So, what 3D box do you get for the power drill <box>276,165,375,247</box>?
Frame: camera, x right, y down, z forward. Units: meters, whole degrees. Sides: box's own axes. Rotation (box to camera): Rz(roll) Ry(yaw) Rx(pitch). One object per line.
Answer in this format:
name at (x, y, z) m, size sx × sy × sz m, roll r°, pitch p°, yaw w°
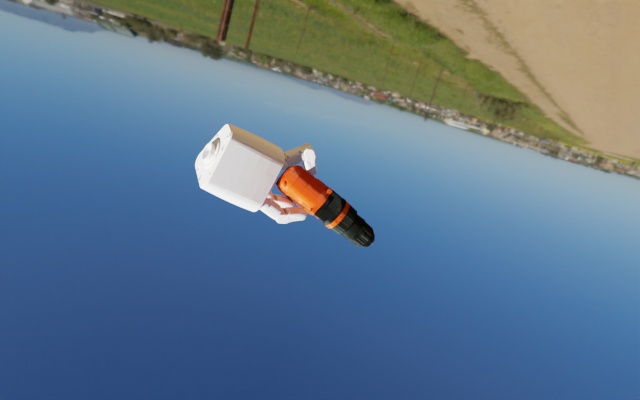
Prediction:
power drill at (0.000, 0.003, 0.827) m, size 0.184 × 0.057 × 0.187 m, roll 41°, pitch -4°, yaw -16°
